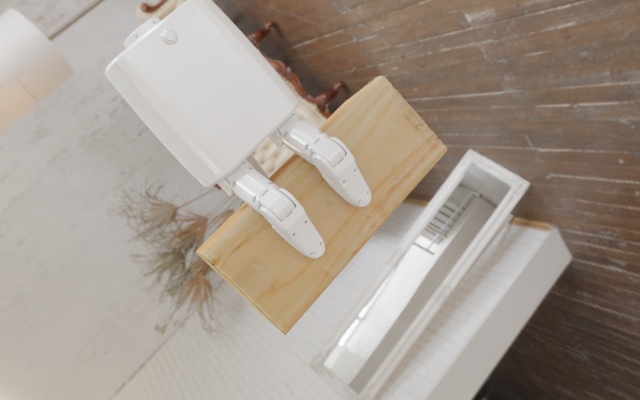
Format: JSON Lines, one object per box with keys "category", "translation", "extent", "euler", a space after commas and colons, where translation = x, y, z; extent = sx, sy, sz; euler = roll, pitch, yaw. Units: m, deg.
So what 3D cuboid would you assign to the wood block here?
{"category": "wood block", "translation": [0.000, 0.001, 0.416], "extent": [0.206, 0.090, 0.091], "euler": [-46, 10, -16]}
